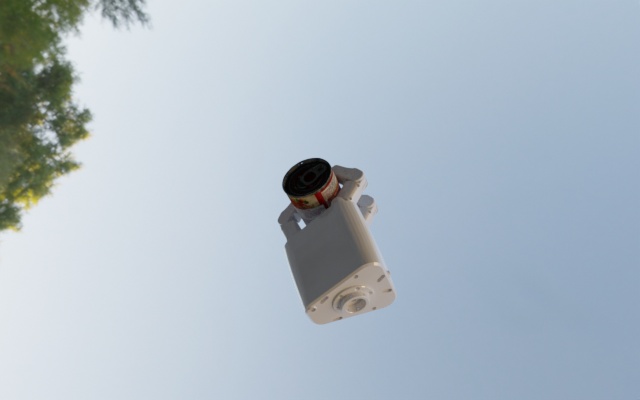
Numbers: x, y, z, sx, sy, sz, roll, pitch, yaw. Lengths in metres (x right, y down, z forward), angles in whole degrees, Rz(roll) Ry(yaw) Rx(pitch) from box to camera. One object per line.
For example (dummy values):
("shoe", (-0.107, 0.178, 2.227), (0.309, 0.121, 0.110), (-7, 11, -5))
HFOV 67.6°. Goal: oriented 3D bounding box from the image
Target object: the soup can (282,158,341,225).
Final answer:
("soup can", (0.000, 0.002, 0.639), (0.068, 0.068, 0.102), (0, -40, 28))
